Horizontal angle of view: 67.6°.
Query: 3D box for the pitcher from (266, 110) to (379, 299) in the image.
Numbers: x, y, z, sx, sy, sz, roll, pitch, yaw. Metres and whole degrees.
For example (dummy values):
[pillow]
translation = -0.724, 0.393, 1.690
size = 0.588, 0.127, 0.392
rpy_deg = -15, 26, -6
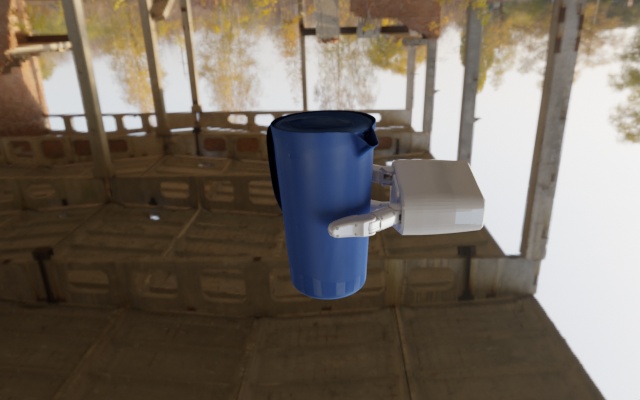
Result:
[pitcher]
translation = 0.000, 0.002, 0.649
size = 0.145, 0.243, 0.149
rpy_deg = -2, 22, -1
